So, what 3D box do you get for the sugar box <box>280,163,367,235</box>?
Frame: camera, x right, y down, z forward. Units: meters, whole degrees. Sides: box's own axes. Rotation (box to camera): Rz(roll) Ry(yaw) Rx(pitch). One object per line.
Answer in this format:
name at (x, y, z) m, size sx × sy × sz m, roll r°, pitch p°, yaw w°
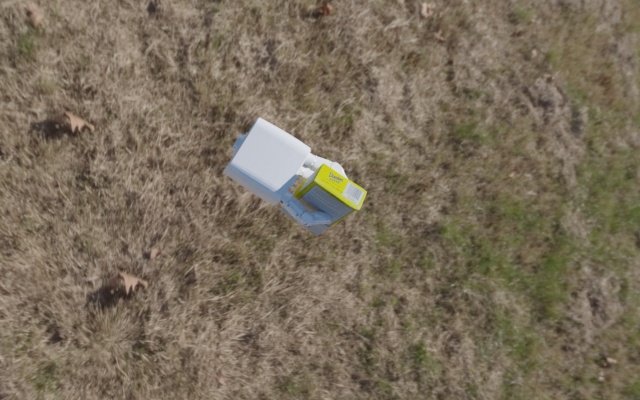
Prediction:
sugar box at (0.000, 0.002, 0.862) m, size 0.093 × 0.048 × 0.176 m, roll 34°, pitch -26°, yaw -11°
